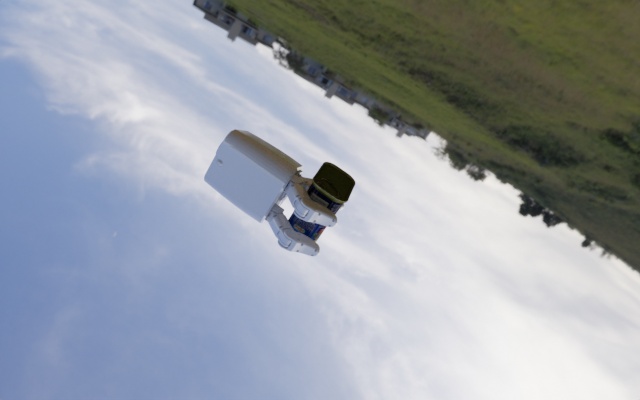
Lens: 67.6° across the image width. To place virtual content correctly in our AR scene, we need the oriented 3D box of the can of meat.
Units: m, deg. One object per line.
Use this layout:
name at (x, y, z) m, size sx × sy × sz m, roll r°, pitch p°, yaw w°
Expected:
can of meat at (0.000, 0.003, 0.695) m, size 0.057 × 0.084 × 0.102 m, roll 34°, pitch 25°, yaw -2°
